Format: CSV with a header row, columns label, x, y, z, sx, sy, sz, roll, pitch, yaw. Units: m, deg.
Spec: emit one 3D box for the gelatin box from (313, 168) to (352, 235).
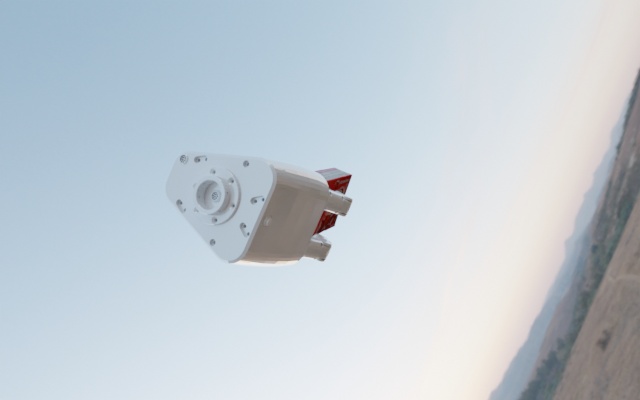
label,x,y,z,sx,sy,sz,roll,pitch,yaw
gelatin box,0.000,0.002,0.571,0.030,0.073,0.089,24,17,20
